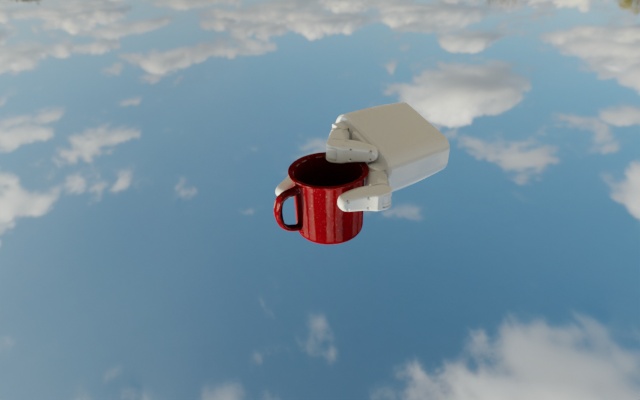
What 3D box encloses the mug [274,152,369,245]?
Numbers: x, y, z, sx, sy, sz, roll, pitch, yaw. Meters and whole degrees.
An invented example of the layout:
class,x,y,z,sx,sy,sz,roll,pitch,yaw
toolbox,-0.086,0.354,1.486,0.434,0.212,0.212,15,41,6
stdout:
class,x,y,z,sx,sy,sz,roll,pitch,yaw
mug,-0.001,0.002,0.561,0.117,0.081,0.093,-20,35,-27
